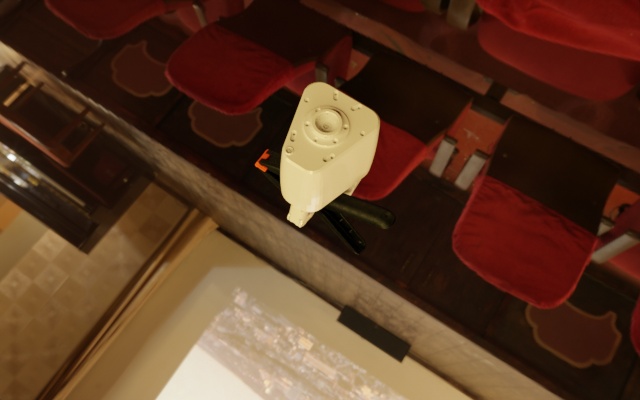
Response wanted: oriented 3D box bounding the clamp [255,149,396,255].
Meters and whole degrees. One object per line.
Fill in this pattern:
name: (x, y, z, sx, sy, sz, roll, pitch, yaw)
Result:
clamp: (-0.001, 0.002, 0.684, 0.210, 0.036, 0.165, 32, -22, 10)
